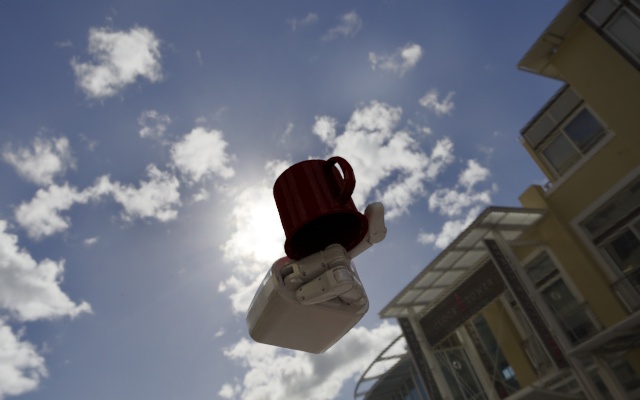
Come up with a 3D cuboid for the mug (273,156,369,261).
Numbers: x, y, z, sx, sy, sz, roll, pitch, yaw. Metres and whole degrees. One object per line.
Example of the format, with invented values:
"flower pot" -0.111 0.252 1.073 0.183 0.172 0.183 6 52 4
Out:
"mug" 0.001 0.001 0.513 0.093 0.081 0.117 4 -43 -30
